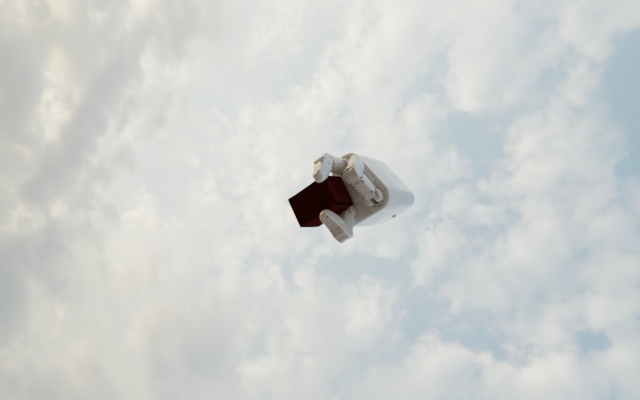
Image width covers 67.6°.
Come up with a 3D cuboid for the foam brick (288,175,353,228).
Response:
[{"bbox_3d":[0.000,0.002,0.743,0.078,0.053,0.051,-33,-19,30],"label":"foam brick"}]
